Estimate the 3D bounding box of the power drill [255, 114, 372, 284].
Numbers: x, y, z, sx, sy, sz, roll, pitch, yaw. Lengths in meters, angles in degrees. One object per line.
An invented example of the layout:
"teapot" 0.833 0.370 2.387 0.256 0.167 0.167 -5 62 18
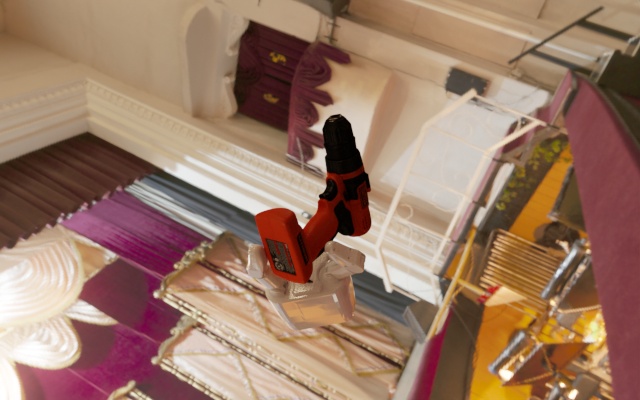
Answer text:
"power drill" 0.000 0.002 0.621 0.057 0.184 0.187 8 35 38
